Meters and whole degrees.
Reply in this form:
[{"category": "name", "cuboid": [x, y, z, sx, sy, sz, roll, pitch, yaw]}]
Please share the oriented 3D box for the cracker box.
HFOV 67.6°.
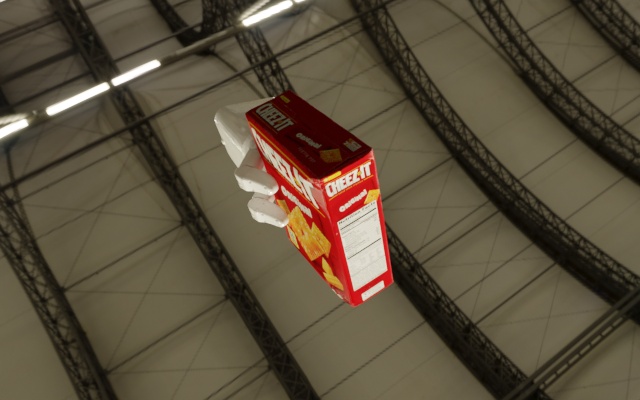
[{"category": "cracker box", "cuboid": [0.000, 0.002, 0.563, 0.072, 0.214, 0.164, -31, 45, -16]}]
